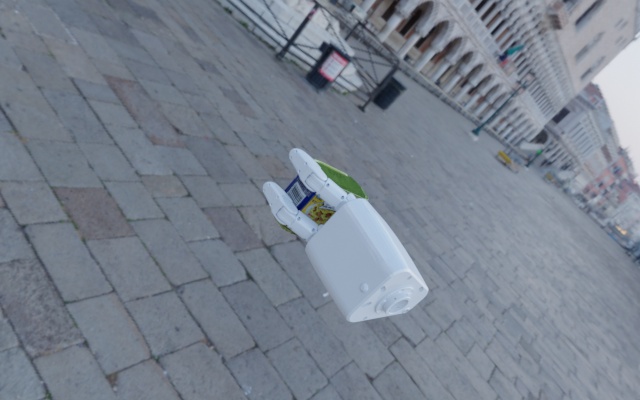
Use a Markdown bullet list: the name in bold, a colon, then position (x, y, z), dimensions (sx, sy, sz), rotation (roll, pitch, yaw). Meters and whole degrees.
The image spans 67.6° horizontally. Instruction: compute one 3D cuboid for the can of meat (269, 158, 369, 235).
- **can of meat**: position (0.000, 0.002, 0.617), dimensions (0.102, 0.084, 0.057), rotation (21, 30, -44)
